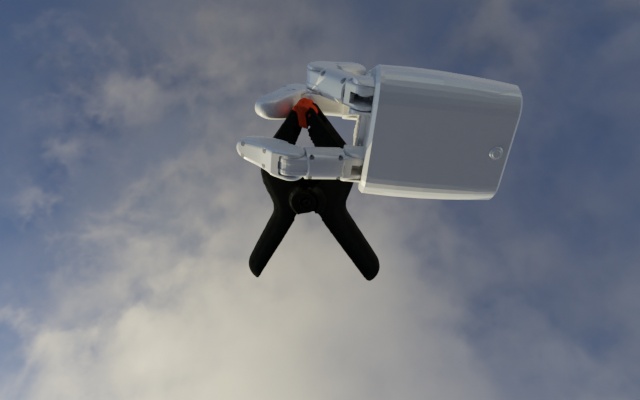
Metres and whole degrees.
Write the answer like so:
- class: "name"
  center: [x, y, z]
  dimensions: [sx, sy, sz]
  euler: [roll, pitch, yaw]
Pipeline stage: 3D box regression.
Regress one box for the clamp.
- class: "clamp"
  center: [0.000, 0.001, 0.414]
  dimensions: [0.120, 0.171, 0.039]
  euler: [6, 28, -2]
